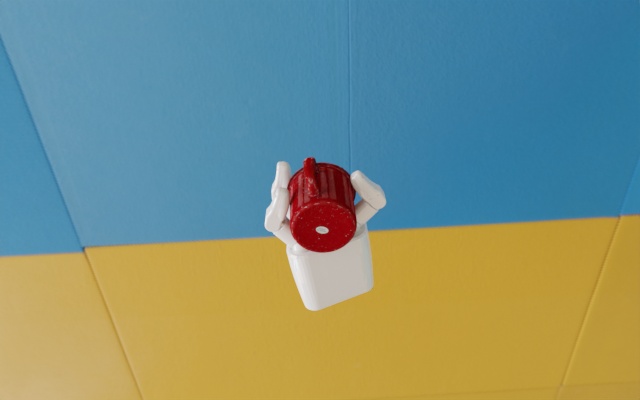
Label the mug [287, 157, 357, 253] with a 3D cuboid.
[{"bbox_3d":[0.000,0.001,0.595,0.093,0.117,0.081,-10,34,5],"label":"mug"}]
